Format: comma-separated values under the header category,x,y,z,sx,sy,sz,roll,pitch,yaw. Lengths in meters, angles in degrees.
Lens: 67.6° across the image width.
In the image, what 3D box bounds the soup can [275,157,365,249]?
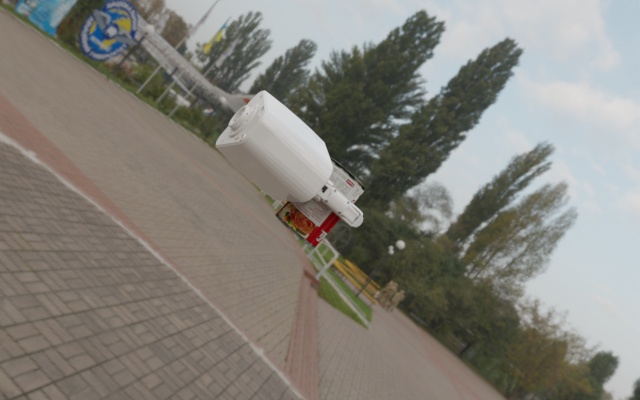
category,x,y,z,sx,sy,sz,roll,pitch,yaw
soup can,0.001,0.002,0.615,0.068,0.102,0.068,41,-1,0
